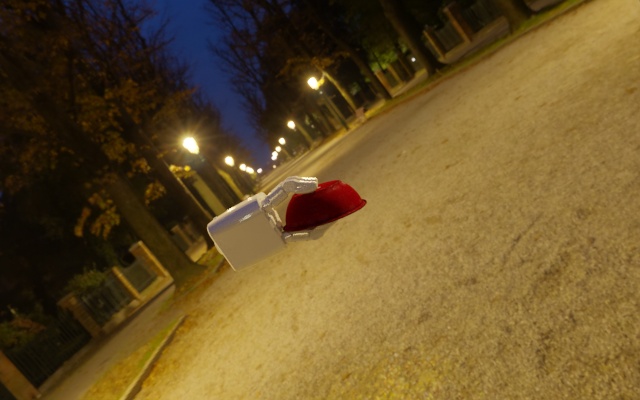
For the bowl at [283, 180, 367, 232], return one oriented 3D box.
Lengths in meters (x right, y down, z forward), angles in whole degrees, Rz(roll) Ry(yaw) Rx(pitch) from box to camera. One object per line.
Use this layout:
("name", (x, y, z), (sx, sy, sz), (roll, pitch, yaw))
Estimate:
("bowl", (0.001, 0.002, 0.868), (0.162, 0.055, 0.162), (-18, 8, 3))
